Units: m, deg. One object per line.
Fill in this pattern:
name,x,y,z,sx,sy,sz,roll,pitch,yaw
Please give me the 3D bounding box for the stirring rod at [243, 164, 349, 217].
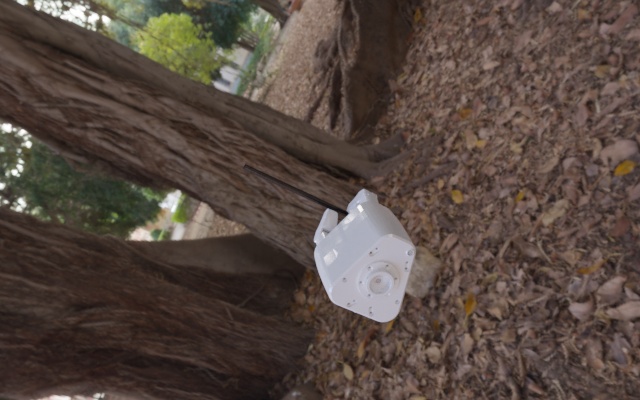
stirring rod,0.000,0.002,0.689,0.239,0.011,0.011,25,-7,-16
